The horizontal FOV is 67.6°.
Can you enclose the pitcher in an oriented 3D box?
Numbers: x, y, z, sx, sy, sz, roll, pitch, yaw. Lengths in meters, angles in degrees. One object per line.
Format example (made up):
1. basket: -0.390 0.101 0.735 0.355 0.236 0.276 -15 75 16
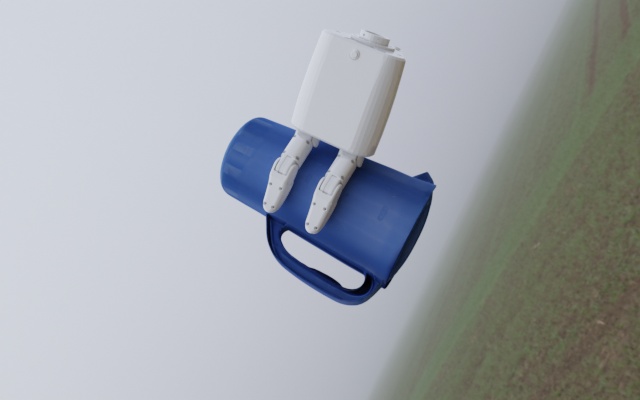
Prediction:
1. pitcher: 0.000 0.002 0.570 0.243 0.145 0.149 26 26 14
